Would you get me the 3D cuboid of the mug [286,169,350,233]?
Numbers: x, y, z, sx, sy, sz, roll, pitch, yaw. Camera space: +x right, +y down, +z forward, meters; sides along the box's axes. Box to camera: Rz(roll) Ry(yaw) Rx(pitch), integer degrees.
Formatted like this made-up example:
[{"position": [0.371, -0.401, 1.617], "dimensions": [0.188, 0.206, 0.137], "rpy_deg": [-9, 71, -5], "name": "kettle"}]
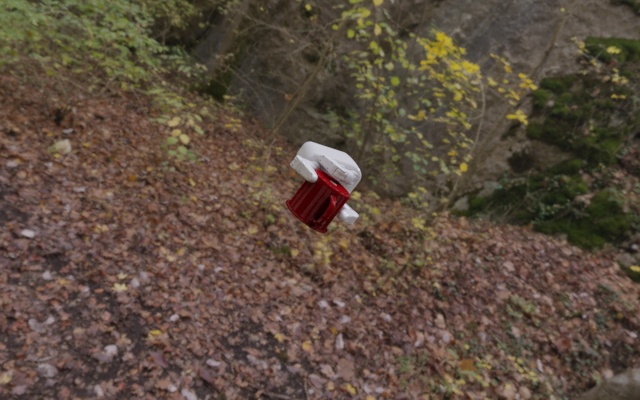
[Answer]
[{"position": [0.000, 0.003, 0.844], "dimensions": [0.093, 0.081, 0.117], "rpy_deg": [33, 14, -20], "name": "mug"}]
